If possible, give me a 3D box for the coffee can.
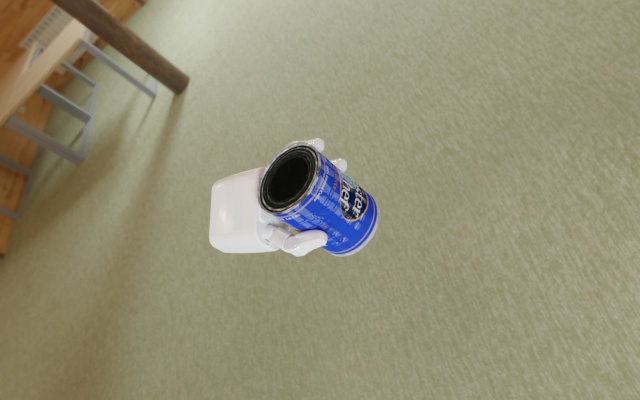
[{"bbox_3d":[0.000,0.002,0.642,0.103,0.102,0.140,0,-27,42],"label":"coffee can"}]
